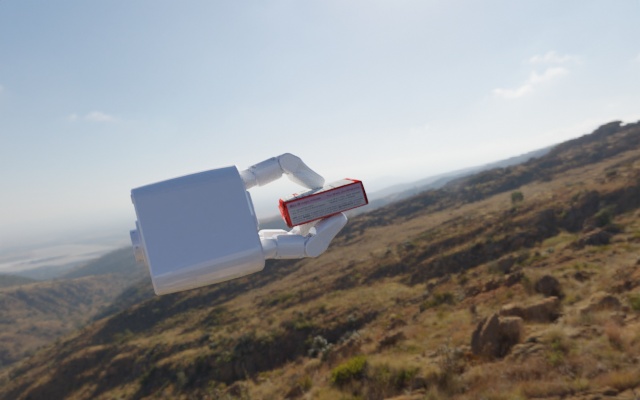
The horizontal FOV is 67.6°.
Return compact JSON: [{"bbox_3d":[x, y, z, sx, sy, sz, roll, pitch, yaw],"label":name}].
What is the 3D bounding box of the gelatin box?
[{"bbox_3d":[0.000,0.001,0.524,0.089,0.030,0.073,-17,6,-7],"label":"gelatin box"}]
